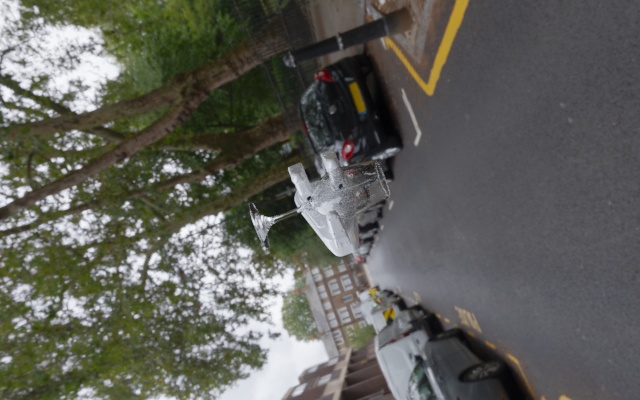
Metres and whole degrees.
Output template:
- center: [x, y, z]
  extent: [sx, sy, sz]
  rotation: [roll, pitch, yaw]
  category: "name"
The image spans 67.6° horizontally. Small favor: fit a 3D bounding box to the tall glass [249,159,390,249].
- center: [-0.001, 0.003, 0.718]
  extent: [0.201, 0.079, 0.079]
  rotation: [-21, -1, 1]
  category: "tall glass"
